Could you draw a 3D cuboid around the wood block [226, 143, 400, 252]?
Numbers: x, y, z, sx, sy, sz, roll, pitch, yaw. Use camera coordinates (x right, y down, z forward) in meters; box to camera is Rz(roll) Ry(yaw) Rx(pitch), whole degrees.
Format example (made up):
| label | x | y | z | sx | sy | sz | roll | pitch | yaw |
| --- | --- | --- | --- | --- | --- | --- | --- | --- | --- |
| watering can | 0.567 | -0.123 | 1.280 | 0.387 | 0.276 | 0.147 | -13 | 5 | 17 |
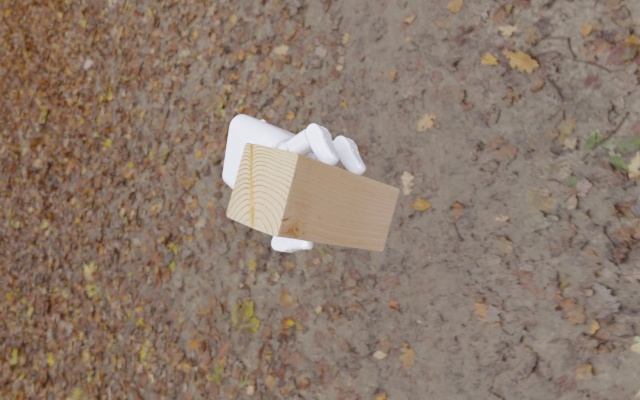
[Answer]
| label | x | y | z | sx | sy | sz | roll | pitch | yaw |
| --- | --- | --- | --- | --- | --- | --- | --- | --- | --- |
| wood block | 0.000 | 0.002 | 0.592 | 0.090 | 0.091 | 0.206 | 17 | 2 | 40 |
